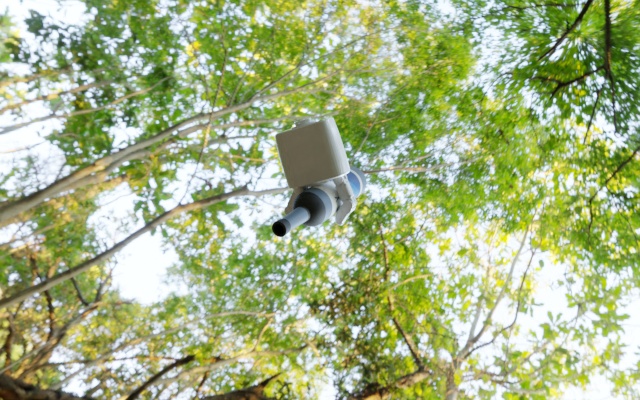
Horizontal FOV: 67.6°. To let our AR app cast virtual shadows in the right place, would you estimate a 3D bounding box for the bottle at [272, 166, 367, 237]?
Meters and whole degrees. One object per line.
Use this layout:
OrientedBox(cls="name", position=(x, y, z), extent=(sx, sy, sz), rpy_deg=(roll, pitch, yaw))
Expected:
OrientedBox(cls="bottle", position=(0.000, 0.003, 0.884), extent=(0.069, 0.069, 0.295), rpy_deg=(0, 17, 28))
